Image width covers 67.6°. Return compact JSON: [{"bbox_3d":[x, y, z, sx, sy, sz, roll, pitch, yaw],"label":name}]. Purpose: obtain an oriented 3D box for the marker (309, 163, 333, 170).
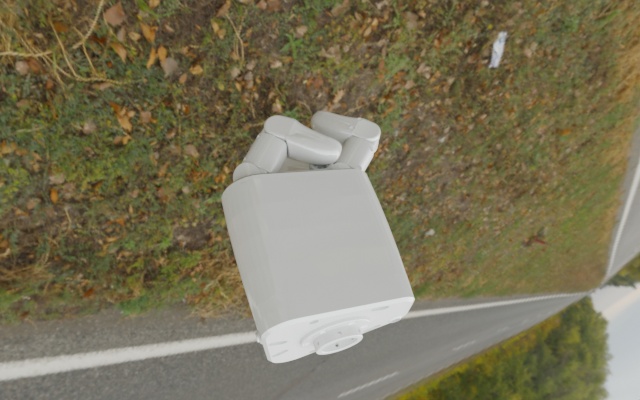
[{"bbox_3d":[0.000,0.001,0.414,0.020,0.020,0.121,0,-31,-1],"label":"marker"}]
